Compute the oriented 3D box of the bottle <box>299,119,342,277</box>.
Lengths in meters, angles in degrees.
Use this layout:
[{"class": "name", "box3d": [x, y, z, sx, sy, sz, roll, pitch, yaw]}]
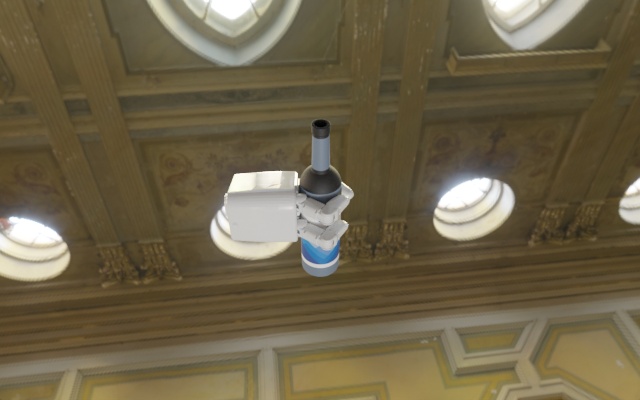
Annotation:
[{"class": "bottle", "box3d": [0.000, 0.003, 0.767, 0.069, 0.296, 0.069, 0, 42, 0]}]
